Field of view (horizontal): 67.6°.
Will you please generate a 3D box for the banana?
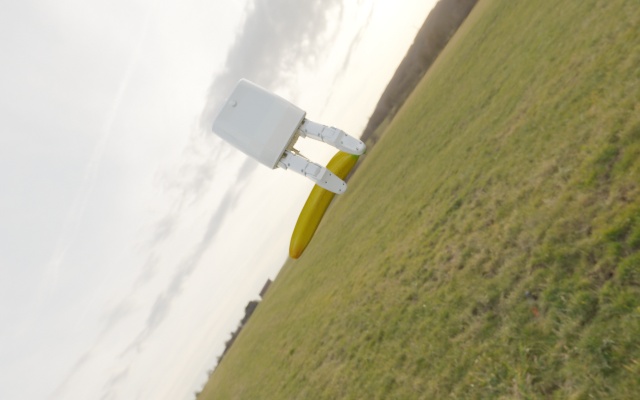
[{"bbox_3d":[0.002,-0.005,0.714,0.037,0.198,0.069,29,13,-5],"label":"banana"}]
